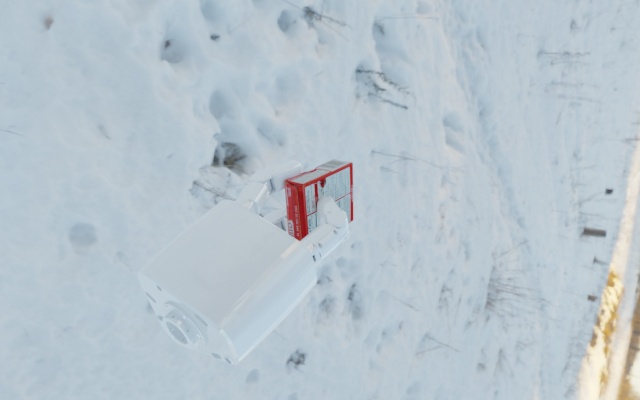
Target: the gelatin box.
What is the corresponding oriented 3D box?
[{"bbox_3d":[0.001,0.002,0.525,0.030,0.073,0.089,15,29,37],"label":"gelatin box"}]
